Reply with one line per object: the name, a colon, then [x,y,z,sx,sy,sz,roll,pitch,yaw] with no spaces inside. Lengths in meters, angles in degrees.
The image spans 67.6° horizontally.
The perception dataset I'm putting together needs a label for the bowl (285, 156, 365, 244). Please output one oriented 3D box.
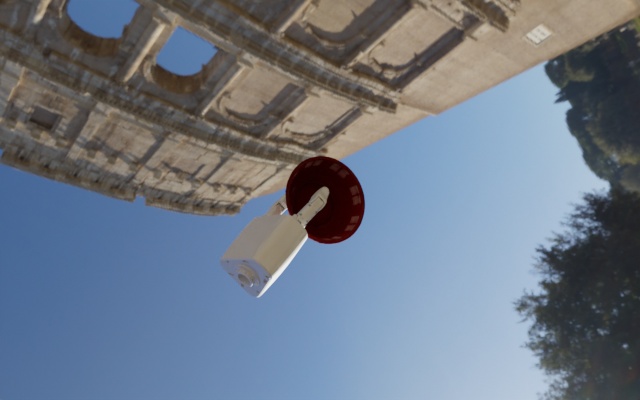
bowl: [0.001,0.002,0.878,0.162,0.162,0.055,0,-11,-28]
